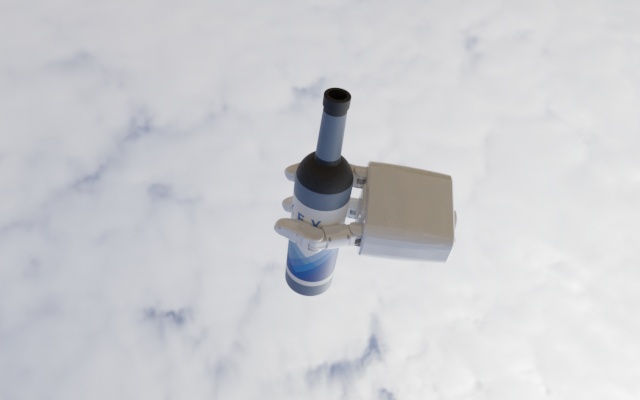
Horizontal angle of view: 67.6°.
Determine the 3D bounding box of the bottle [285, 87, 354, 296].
[{"bbox_3d":[0.000,0.002,0.565,0.069,0.296,0.069,5,44,-5],"label":"bottle"}]
